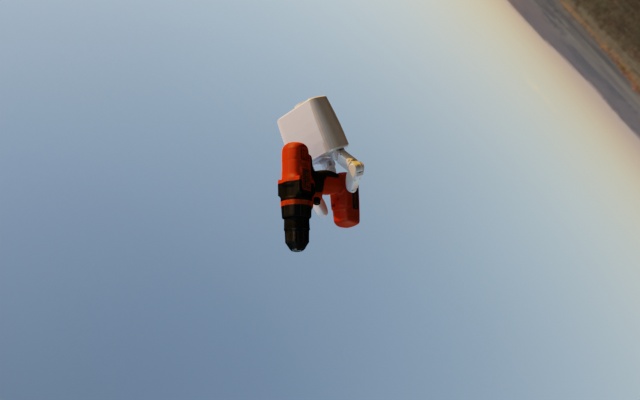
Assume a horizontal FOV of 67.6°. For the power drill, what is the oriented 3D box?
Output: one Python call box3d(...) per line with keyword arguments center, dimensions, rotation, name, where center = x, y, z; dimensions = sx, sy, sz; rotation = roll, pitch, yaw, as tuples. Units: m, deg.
box3d(center=(0.000, 0.003, 0.844), dimensions=(0.057, 0.184, 0.188), rotation=(-8, -13, 34), name="power drill")
